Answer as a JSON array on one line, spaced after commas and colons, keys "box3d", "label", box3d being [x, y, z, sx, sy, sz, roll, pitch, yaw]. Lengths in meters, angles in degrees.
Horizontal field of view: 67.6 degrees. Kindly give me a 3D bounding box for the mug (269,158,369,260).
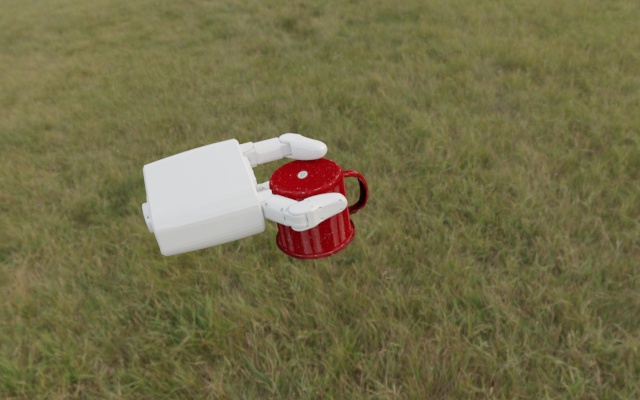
[{"box3d": [0.001, 0.001, 0.533, 0.117, 0.081, 0.093, -17, 33, -13], "label": "mug"}]
